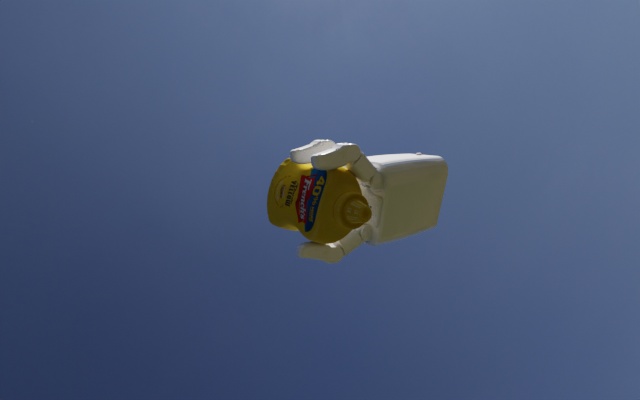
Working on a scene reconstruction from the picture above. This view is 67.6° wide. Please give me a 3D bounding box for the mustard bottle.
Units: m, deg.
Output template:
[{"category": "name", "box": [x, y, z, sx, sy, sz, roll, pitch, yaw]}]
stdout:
[{"category": "mustard bottle", "box": [0.000, 0.002, 0.585, 0.058, 0.096, 0.191, 17, -1, -32]}]
